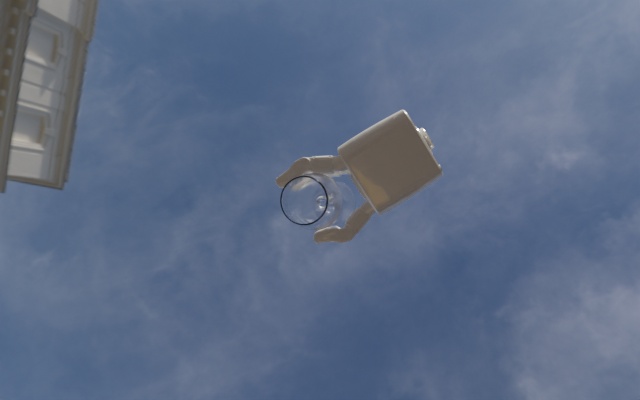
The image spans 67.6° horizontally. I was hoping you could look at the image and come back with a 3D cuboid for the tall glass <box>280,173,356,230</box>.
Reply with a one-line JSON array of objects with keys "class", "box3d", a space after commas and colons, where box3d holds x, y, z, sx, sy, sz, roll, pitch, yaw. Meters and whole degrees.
[{"class": "tall glass", "box3d": [0.000, 0.002, 0.687, 0.079, 0.079, 0.201, 0, -1, 12]}]
